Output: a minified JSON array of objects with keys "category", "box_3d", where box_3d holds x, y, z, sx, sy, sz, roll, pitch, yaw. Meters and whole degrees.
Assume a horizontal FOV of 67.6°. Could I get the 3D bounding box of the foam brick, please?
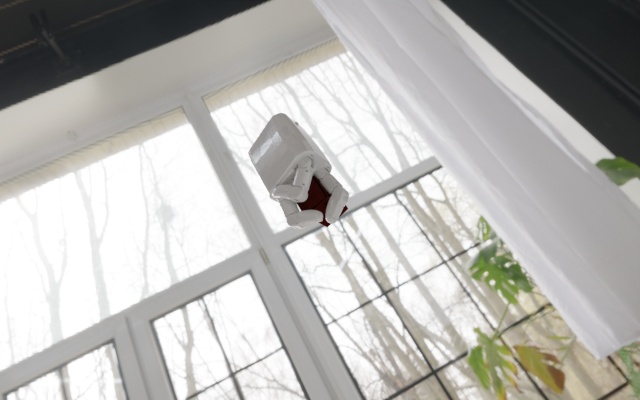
[{"category":"foam brick","box_3d":[0.000,0.003,0.809,0.053,0.051,0.078,-41,-32,12]}]
